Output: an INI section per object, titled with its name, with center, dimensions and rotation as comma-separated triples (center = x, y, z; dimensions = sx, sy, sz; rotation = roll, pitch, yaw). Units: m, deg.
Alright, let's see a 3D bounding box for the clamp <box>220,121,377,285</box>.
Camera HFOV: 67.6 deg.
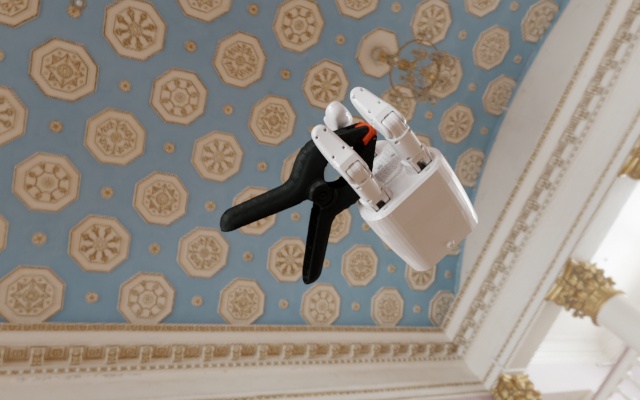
[clamp]
center = 0.000, 0.001, 0.470
dimensions = 0.120, 0.171, 0.039
rotation = 47, 1, -33
